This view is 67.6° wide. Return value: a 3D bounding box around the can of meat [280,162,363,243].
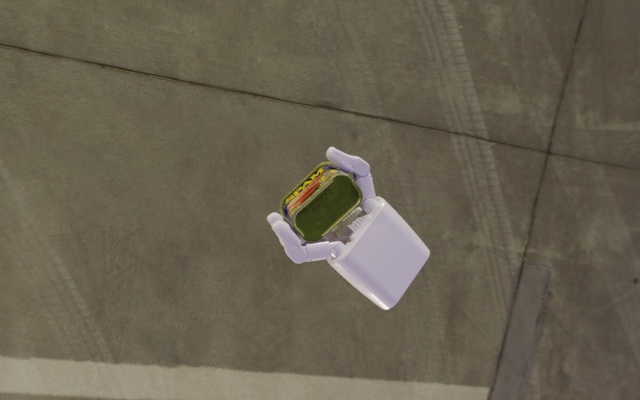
[{"bbox_3d":[0.000,0.002,0.627,0.102,0.057,0.084,-43,17,-1],"label":"can of meat"}]
